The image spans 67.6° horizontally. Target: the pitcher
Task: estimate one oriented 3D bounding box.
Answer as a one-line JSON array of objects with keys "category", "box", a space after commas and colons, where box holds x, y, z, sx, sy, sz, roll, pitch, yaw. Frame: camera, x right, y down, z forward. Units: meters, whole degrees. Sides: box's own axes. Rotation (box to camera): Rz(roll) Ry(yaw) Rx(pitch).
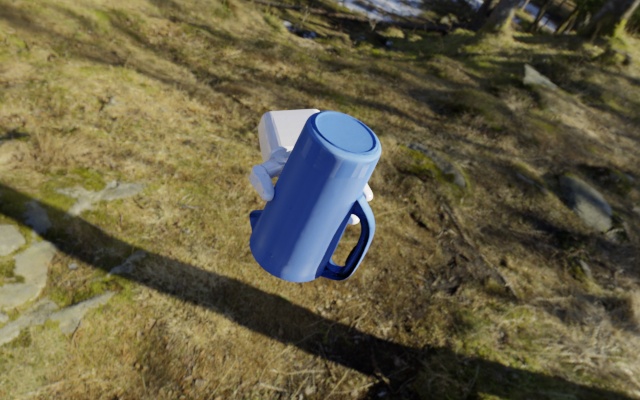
[{"category": "pitcher", "box": [0.000, 0.002, 0.692, 0.149, 0.243, 0.145, 6, 42, -24]}]
